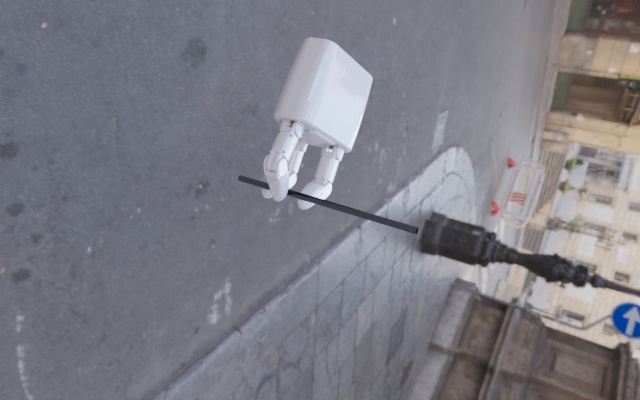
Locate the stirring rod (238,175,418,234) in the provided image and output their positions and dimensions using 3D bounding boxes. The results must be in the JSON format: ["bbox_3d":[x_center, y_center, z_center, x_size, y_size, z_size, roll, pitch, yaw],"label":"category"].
[{"bbox_3d":[0.000,0.002,0.567,0.239,0.011,0.011,17,7,25],"label":"stirring rod"}]
